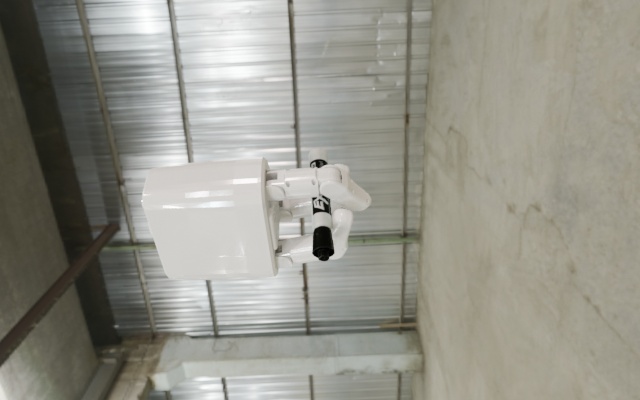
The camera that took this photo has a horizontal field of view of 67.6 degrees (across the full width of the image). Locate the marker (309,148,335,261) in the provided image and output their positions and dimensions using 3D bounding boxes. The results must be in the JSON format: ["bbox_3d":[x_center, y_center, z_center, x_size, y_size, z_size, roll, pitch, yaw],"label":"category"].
[{"bbox_3d":[0.000,0.001,0.429,0.020,0.121,0.020,-2,-39,-2],"label":"marker"}]
